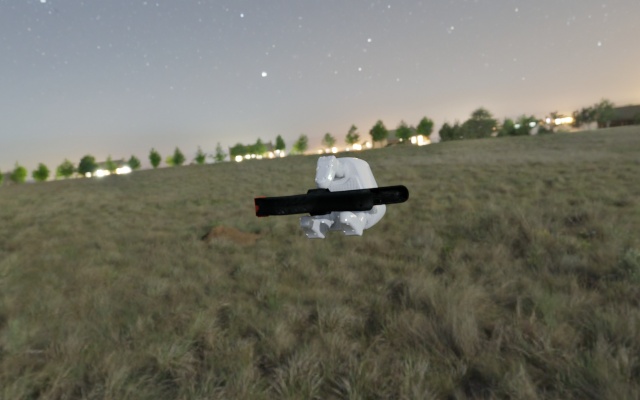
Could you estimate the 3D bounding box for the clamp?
[{"bbox_3d":[0.000,0.001,0.625,0.210,0.036,0.164,-5,0,19],"label":"clamp"}]
